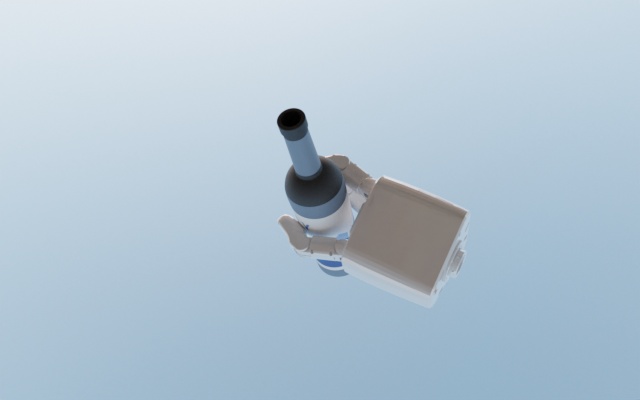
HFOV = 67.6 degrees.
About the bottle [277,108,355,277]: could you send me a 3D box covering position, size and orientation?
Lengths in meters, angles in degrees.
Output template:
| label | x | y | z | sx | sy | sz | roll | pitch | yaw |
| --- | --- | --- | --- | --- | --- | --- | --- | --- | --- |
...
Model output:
| label | x | y | z | sx | sy | sz | roll | pitch | yaw |
| --- | --- | --- | --- | --- | --- | --- | --- | --- | --- |
| bottle | 0.000 | 0.002 | 0.557 | 0.069 | 0.069 | 0.296 | 0 | -31 | 12 |
